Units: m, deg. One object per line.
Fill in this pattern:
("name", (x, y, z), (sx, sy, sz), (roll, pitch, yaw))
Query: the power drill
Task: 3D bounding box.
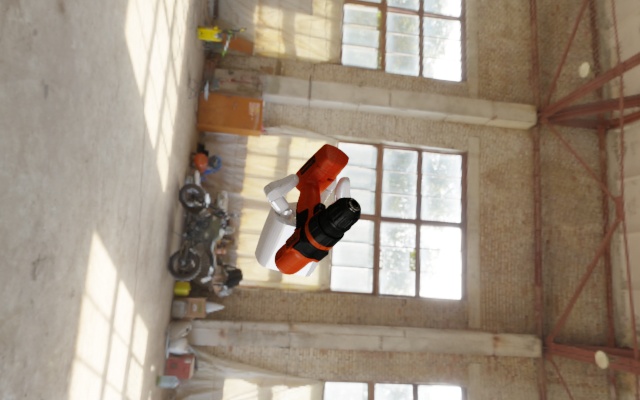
("power drill", (0.000, 0.002, 0.723), (0.057, 0.187, 0.184), (31, -47, -21))
